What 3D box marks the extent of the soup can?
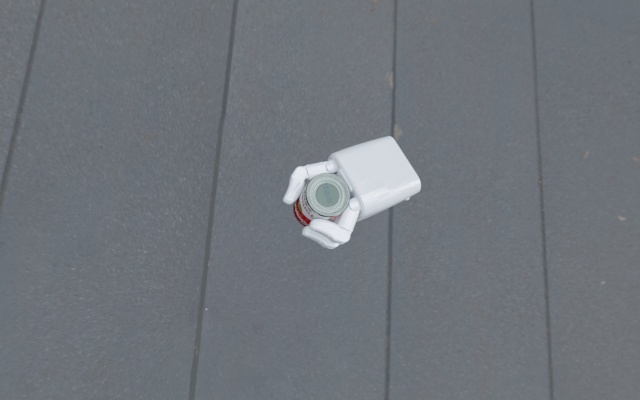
[{"bbox_3d":[0.000,0.002,0.728,0.068,0.068,0.102,0,-12,-13],"label":"soup can"}]
